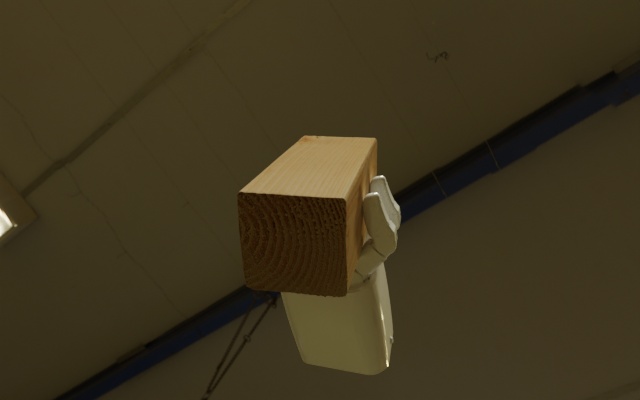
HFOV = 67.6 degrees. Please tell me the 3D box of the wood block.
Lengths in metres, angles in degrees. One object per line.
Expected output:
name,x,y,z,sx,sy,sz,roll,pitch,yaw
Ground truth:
wood block,0.000,0.002,0.477,0.091,0.090,0.206,3,20,12
